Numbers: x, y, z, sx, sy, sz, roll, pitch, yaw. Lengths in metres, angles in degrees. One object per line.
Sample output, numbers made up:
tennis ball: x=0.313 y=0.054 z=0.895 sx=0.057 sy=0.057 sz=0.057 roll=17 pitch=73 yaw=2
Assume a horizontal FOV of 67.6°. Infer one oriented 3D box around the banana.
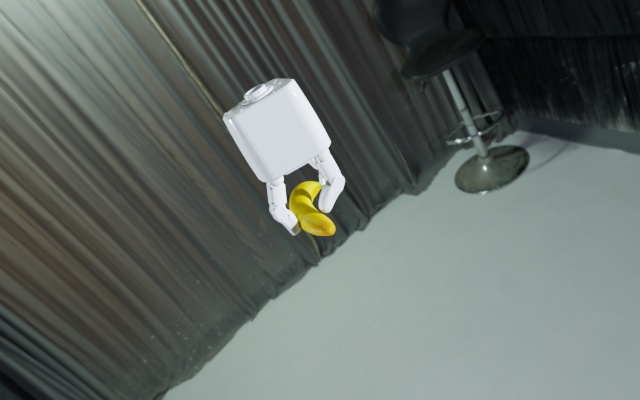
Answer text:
banana: x=-0.017 y=0.008 z=0.765 sx=0.069 sy=0.037 sz=0.197 roll=-23 pitch=25 yaw=8
